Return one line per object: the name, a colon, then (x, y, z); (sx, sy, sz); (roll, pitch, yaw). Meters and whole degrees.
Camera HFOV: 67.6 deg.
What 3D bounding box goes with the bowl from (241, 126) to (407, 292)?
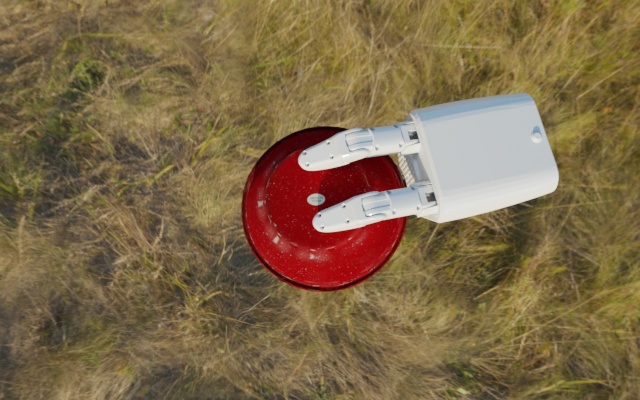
bowl: (-0.001, 0.002, 0.434); (0.162, 0.162, 0.055); (0, -10, 6)
